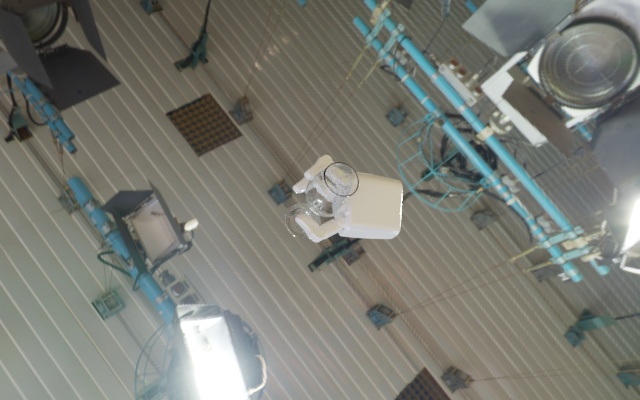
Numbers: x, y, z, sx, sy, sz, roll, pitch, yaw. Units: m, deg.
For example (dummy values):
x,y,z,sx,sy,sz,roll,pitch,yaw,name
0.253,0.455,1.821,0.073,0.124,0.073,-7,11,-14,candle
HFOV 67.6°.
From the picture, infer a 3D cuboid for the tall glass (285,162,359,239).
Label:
x,y,z,sx,sy,sz,roll,pitch,yaw,name
0.000,0.003,0.855,0.079,0.079,0.201,0,-22,-22,tall glass
